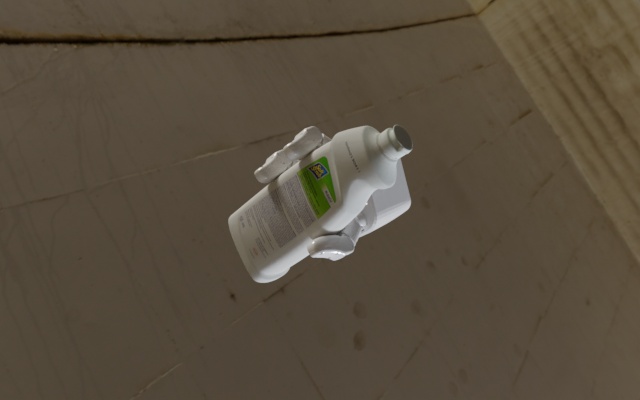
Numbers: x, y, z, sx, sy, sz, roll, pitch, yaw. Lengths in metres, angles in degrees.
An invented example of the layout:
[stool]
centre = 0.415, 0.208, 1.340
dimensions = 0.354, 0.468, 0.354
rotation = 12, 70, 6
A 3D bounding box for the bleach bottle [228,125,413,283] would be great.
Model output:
[bleach bottle]
centre = 0.000, 0.002, 0.534
dimensions = 0.251, 0.102, 0.068
rotation = -33, -11, 37
